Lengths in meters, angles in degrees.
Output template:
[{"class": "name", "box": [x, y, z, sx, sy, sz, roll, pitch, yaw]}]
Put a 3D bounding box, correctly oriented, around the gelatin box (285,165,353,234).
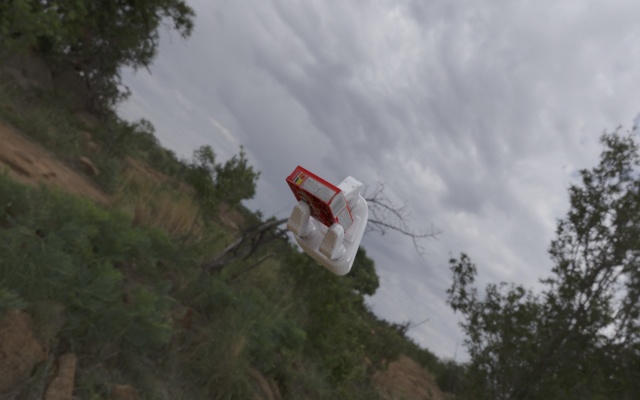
[{"class": "gelatin box", "box": [0.000, 0.002, 0.624, 0.073, 0.030, 0.089, 32, -17, 28]}]
